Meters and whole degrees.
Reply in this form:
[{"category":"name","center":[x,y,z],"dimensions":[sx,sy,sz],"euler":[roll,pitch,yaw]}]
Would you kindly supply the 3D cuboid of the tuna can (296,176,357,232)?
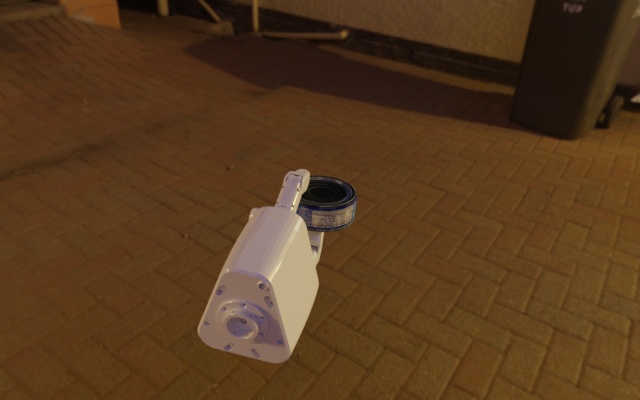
[{"category":"tuna can","center":[0.000,0.001,0.571],"dimensions":[0.086,0.034,0.086],"euler":[4,27,-2]}]
